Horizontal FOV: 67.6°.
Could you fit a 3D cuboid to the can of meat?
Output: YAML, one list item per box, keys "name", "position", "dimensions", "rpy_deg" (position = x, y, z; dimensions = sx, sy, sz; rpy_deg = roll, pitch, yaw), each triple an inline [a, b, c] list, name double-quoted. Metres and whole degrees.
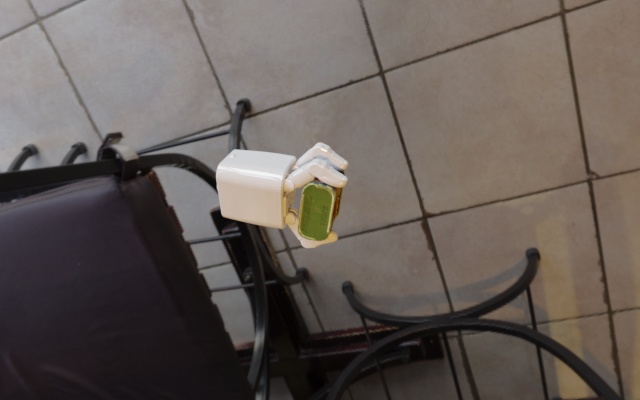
- name: "can of meat"
  position: [0.000, 0.003, 0.753]
  dimensions: [0.057, 0.102, 0.084]
  rpy_deg: [11, 27, 6]
